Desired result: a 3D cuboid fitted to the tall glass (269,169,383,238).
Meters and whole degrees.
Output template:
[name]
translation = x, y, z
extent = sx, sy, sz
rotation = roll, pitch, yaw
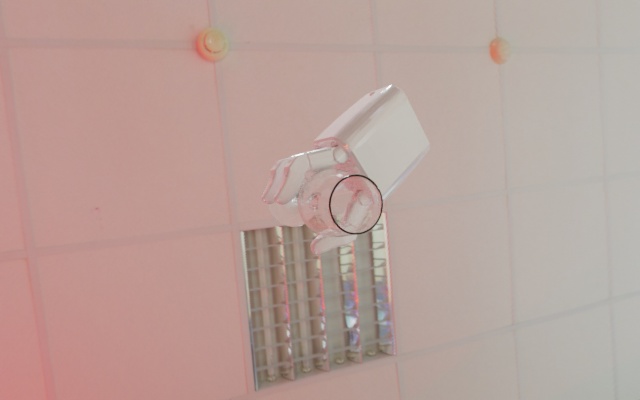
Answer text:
[tall glass]
translation = 0.000, 0.002, 0.578
extent = 0.079, 0.079, 0.201
rotation = 0, 2, -22
